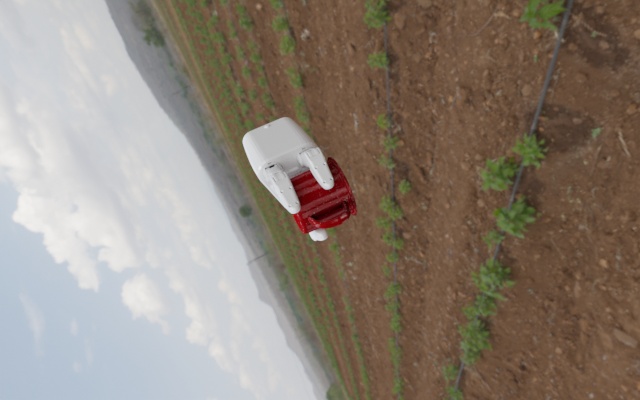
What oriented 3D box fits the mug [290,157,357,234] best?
[{"bbox_3d":[0.000,0.003,0.674,0.081,0.093,0.117,-25,39,-8],"label":"mug"}]
